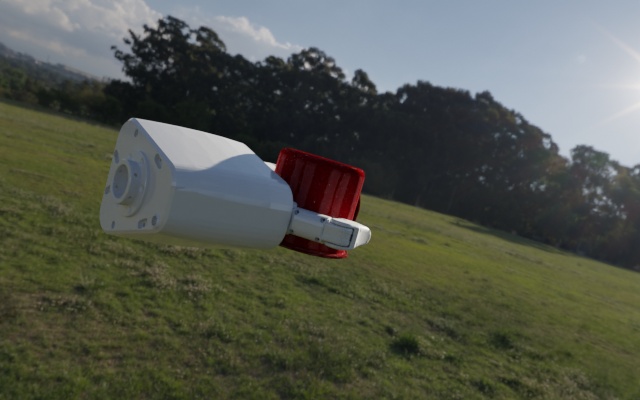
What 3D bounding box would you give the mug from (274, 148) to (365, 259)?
[{"bbox_3d":[0.001,0.001,0.452,0.093,0.081,0.117,22,8,42],"label":"mug"}]
